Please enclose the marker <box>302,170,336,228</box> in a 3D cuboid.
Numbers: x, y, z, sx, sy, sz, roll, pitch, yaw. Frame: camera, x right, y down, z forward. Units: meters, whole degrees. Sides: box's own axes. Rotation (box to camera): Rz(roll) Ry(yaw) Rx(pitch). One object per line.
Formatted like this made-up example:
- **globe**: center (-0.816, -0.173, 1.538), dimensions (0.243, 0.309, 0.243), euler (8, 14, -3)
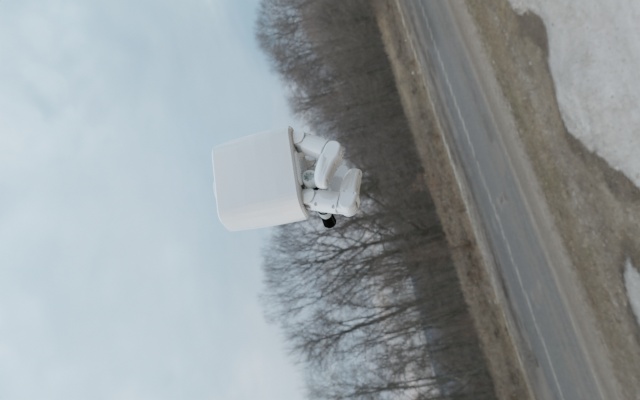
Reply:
- **marker**: center (0.000, 0.002, 0.619), dimensions (0.020, 0.020, 0.121), euler (0, -31, 16)
